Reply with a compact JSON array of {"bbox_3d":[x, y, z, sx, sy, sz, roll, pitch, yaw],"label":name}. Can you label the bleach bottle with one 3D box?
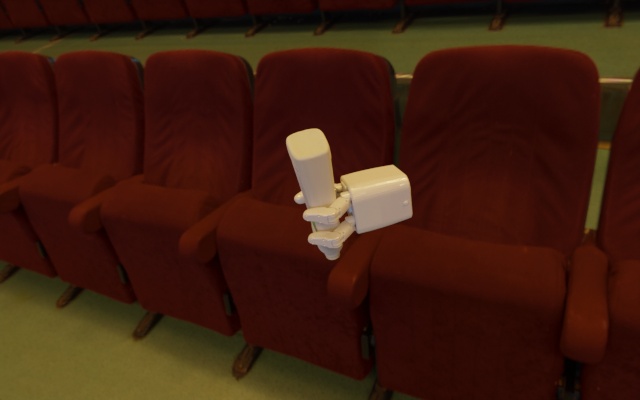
[{"bbox_3d":[0.000,0.003,0.872,0.068,0.251,0.102,-16,36,-4],"label":"bleach bottle"}]
